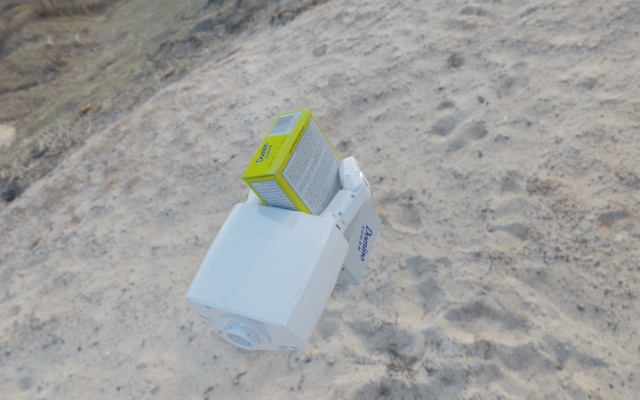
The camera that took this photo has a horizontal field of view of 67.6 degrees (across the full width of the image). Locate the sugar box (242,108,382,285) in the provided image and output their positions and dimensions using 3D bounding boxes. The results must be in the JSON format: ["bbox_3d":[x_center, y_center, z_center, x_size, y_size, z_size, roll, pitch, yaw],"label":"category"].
[{"bbox_3d":[0.000,0.002,0.496,0.048,0.093,0.176,-2,-43,34],"label":"sugar box"}]
